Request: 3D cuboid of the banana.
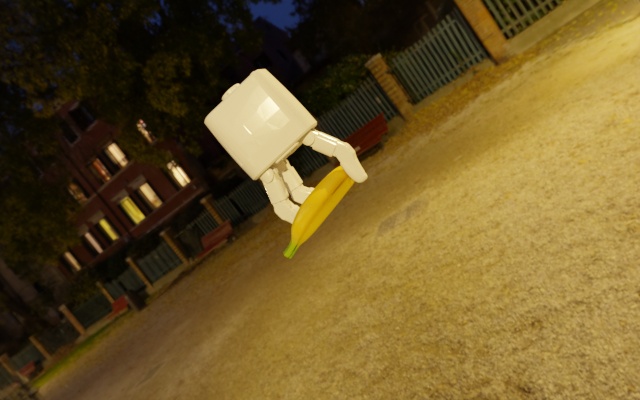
[{"bbox_3d":[0.007,-0.006,0.646,0.070,0.037,0.197,-48,1,45],"label":"banana"}]
